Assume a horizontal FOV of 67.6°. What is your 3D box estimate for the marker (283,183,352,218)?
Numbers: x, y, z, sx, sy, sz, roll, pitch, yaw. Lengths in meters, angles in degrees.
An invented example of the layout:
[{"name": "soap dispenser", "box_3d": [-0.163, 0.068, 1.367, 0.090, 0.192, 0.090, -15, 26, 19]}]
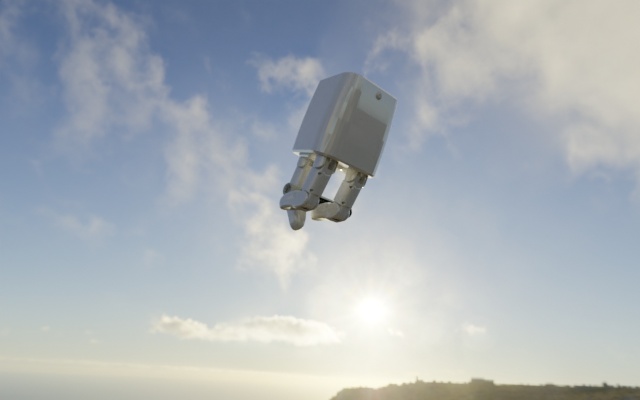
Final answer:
[{"name": "marker", "box_3d": [0.000, 0.002, 0.651, 0.121, 0.020, 0.020, 21, -14, -40]}]
